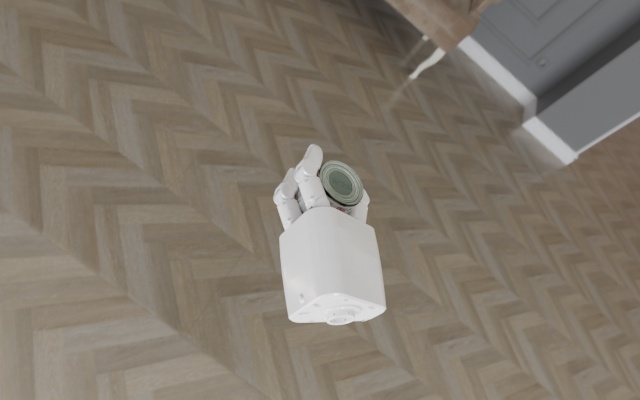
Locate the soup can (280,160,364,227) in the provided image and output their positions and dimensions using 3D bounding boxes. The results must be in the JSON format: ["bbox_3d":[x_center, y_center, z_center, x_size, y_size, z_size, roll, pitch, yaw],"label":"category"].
[{"bbox_3d":[0.000,0.002,0.623,0.068,0.068,0.102,0,-29,-37],"label":"soup can"}]
